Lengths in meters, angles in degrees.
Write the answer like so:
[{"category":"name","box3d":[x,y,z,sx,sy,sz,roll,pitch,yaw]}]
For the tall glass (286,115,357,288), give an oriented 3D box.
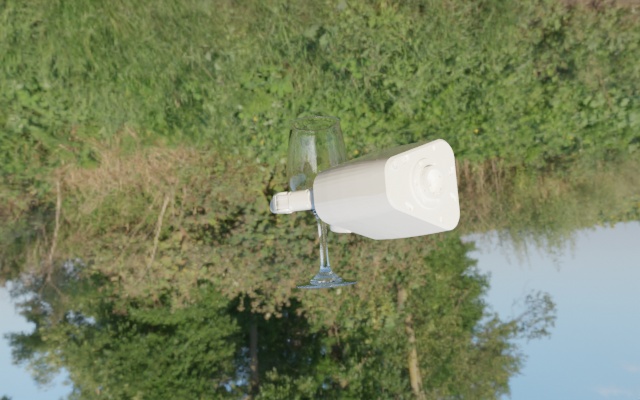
[{"category":"tall glass","box3d":[0.000,0.003,0.582,0.079,0.201,0.079,-4,-5,0]}]
